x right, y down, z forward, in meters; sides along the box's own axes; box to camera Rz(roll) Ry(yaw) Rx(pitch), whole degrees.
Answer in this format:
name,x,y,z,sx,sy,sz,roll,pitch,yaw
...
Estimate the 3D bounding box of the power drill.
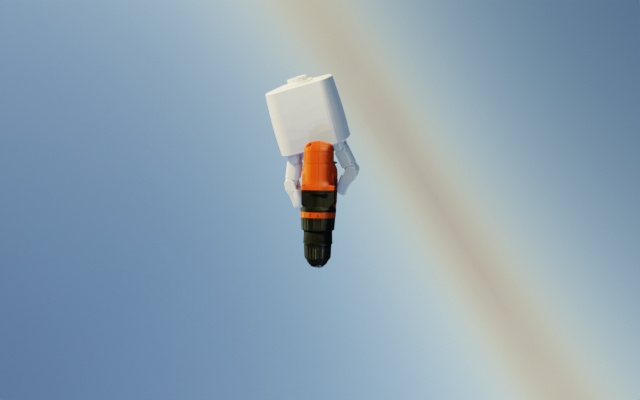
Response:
name,x,y,z,sx,sy,sz,roll,pitch,yaw
power drill,0.000,0.002,0.764,0.057,0.184,0.187,3,3,0
